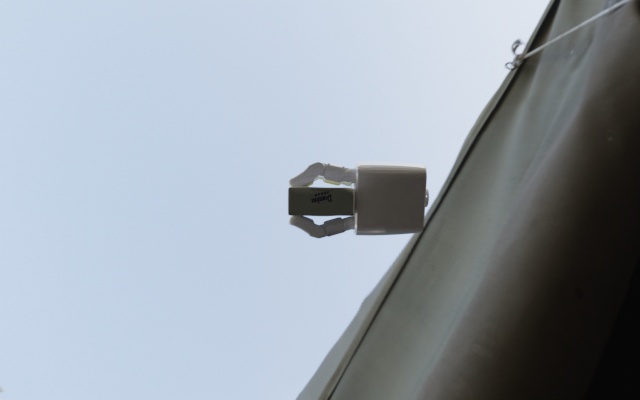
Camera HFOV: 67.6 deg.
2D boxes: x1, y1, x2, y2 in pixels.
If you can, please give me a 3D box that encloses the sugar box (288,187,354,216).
[{"bbox_3d":[0.000,0.002,0.737,0.093,0.048,0.176,0,-3,-1],"label":"sugar box"}]
